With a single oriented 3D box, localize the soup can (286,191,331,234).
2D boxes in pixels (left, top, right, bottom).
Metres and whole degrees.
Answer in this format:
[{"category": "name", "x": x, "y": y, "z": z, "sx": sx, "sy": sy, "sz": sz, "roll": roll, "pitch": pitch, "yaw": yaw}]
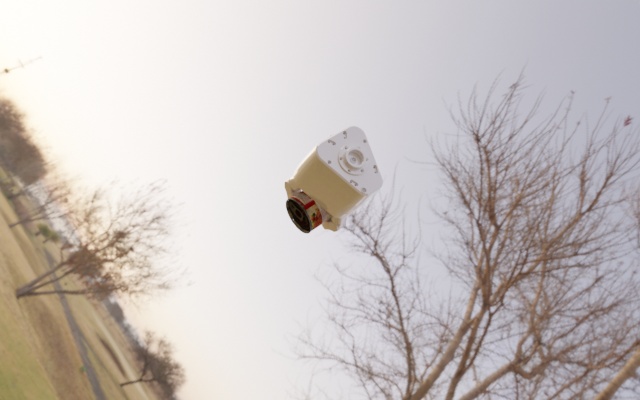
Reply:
[{"category": "soup can", "x": 0.000, "y": 0.003, "z": 0.826, "sx": 0.102, "sy": 0.068, "sz": 0.068, "roll": -32, "pitch": 16, "yaw": -27}]
